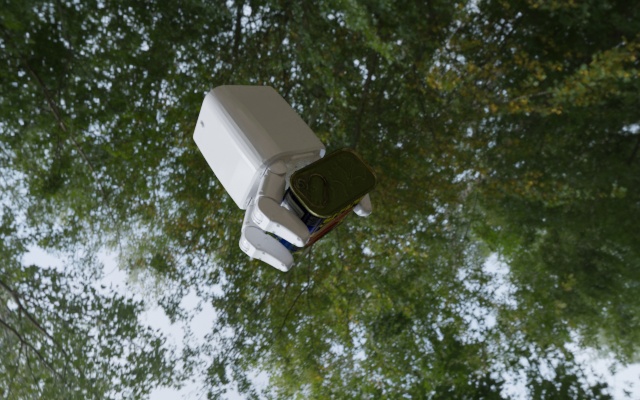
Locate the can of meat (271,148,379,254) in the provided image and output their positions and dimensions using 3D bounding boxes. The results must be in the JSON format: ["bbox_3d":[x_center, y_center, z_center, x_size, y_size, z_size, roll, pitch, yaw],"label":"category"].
[{"bbox_3d":[0.000,0.002,0.507,0.102,0.057,0.084,-31,-15,-39],"label":"can of meat"}]
